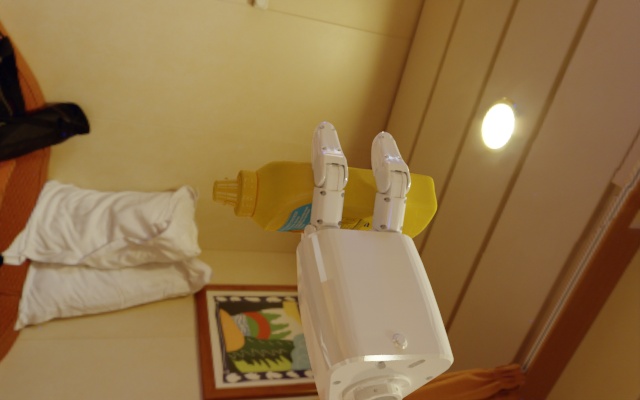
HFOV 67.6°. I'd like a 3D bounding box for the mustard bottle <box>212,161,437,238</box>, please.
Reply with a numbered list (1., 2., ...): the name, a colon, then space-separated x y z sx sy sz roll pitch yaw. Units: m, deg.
1. mustard bottle: 0.000 0.001 0.433 0.191 0.058 0.096 5 -22 -20
